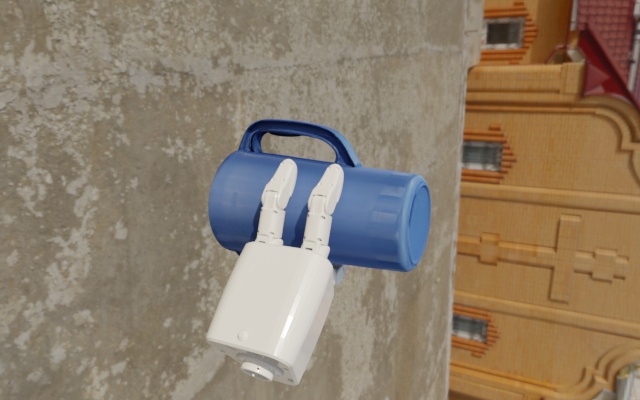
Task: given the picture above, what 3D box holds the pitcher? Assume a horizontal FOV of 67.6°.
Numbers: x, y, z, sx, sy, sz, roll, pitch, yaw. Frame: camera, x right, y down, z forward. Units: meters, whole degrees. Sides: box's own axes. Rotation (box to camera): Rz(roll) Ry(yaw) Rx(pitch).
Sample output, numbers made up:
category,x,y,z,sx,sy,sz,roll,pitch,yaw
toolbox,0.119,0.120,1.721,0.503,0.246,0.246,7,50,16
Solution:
category,x,y,z,sx,sy,sz,roll,pitch,yaw
pitcher,0.000,0.002,0.566,0.243,0.145,0.149,7,-35,25
